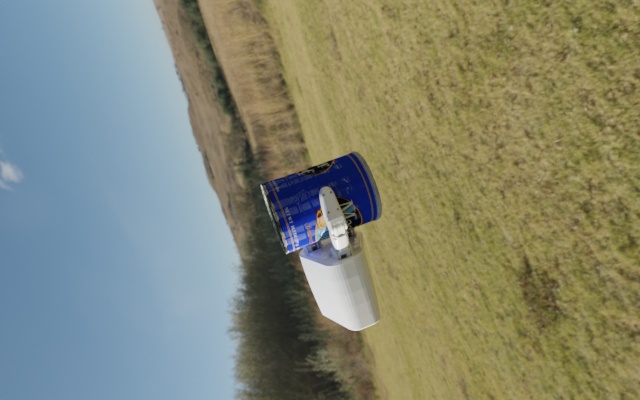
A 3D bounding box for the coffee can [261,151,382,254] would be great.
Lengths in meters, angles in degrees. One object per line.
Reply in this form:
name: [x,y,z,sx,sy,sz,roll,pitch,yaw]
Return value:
coffee can: [0.000,0.002,0.664,0.140,0.103,0.103,-20,3,-9]
